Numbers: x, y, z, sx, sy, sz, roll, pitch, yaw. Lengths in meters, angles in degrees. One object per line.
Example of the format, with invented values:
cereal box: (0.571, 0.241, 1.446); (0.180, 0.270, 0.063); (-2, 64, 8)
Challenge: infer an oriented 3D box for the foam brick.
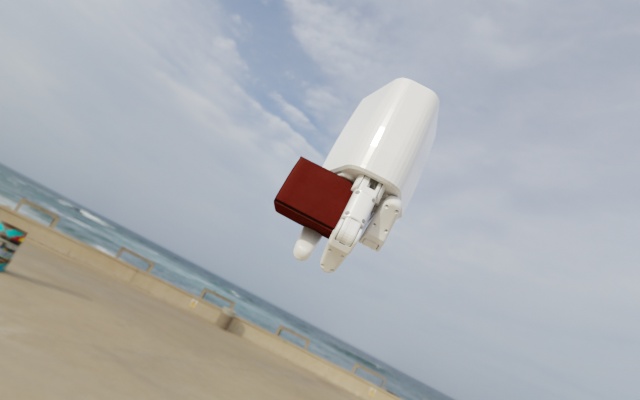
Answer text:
foam brick: (0.000, 0.001, 0.468); (0.078, 0.051, 0.053); (27, -13, 0)
